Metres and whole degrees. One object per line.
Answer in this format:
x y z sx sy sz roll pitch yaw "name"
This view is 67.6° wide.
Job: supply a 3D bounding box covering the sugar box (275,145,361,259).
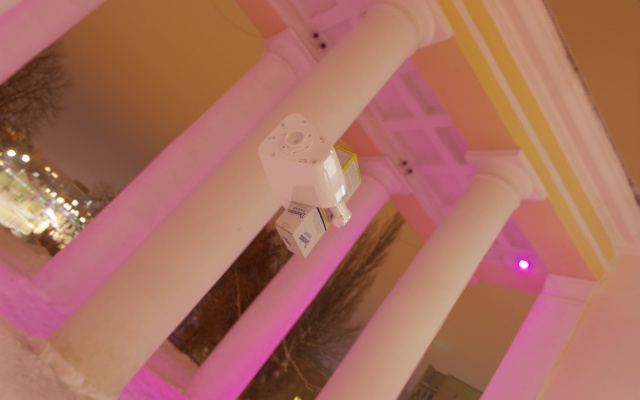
0.000 0.002 0.800 0.048 0.176 0.093 30 -22 27 "sugar box"
